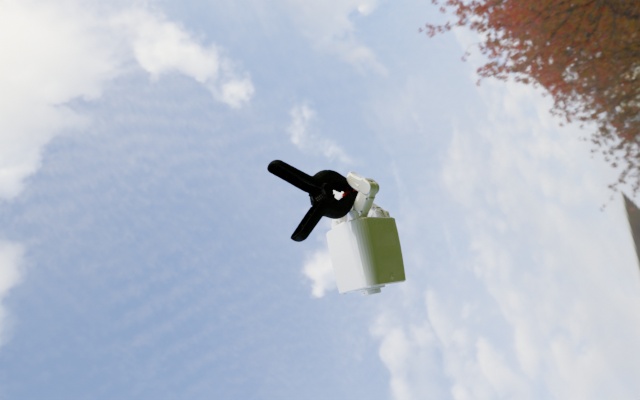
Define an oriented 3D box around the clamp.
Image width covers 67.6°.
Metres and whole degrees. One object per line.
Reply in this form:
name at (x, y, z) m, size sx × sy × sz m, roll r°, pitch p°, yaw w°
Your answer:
clamp at (0.000, 0.002, 0.712) m, size 0.171 × 0.120 × 0.039 m, roll 2°, pitch -16°, yaw -43°
